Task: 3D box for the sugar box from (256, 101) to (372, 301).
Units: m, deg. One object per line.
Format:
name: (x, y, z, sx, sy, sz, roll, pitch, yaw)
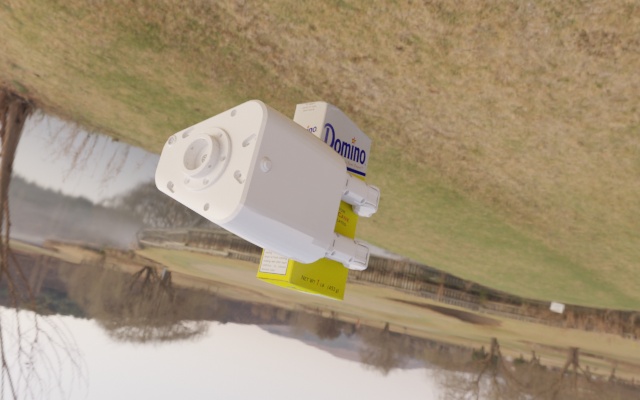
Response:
sugar box: (0.000, 0.002, 0.468, 0.048, 0.176, 0.093, 3, -17, 36)
